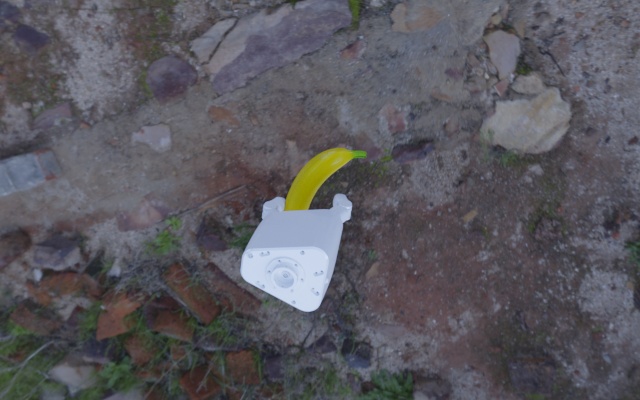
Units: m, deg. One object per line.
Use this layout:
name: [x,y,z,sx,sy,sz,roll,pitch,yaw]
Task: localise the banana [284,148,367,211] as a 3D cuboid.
banana: [-0.013,-0.010,0.730,0.069,0.198,0.037,34,22,-9]
